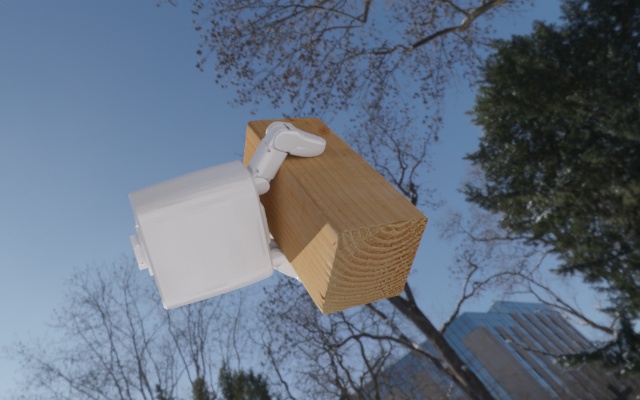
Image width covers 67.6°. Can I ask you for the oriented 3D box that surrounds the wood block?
[{"bbox_3d":[0.000,0.001,0.477,0.090,0.091,0.206,-8,37,-28],"label":"wood block"}]
